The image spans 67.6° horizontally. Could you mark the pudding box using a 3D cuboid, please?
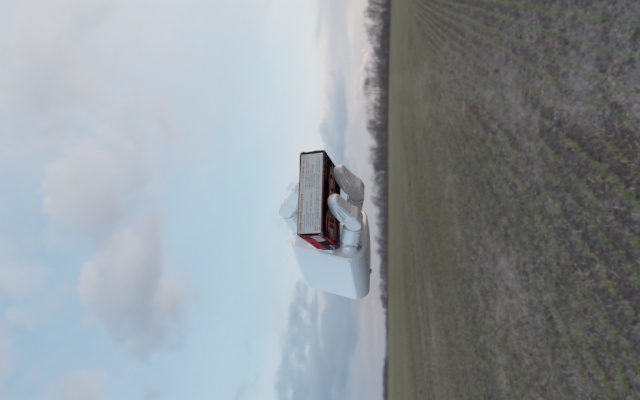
[{"bbox_3d":[0.000,0.002,0.629,0.039,0.113,0.090,-5,-17,14],"label":"pudding box"}]
